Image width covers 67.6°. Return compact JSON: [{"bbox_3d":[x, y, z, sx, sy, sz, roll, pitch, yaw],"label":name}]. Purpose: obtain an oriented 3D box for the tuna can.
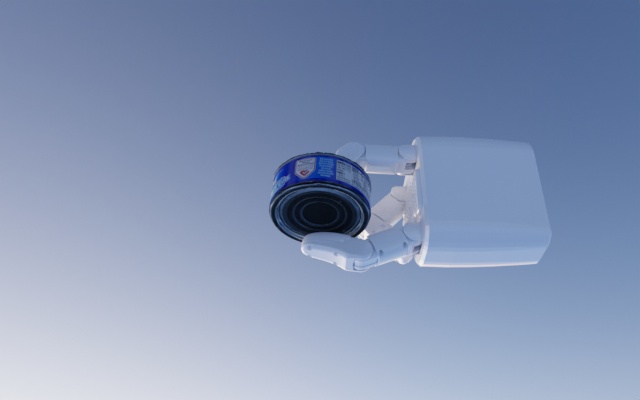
[{"bbox_3d":[0.000,0.002,0.402,0.086,0.033,0.086,2,-40,2],"label":"tuna can"}]
